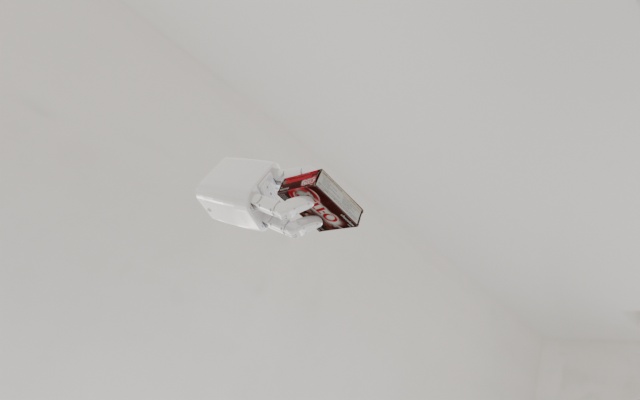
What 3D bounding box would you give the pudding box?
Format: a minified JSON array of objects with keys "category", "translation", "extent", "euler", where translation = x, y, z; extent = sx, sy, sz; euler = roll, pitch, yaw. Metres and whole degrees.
[{"category":"pudding box","translation":[0.000,0.002,0.767],"extent":[0.090,0.039,0.113],"euler":[-10,-42,46]}]
